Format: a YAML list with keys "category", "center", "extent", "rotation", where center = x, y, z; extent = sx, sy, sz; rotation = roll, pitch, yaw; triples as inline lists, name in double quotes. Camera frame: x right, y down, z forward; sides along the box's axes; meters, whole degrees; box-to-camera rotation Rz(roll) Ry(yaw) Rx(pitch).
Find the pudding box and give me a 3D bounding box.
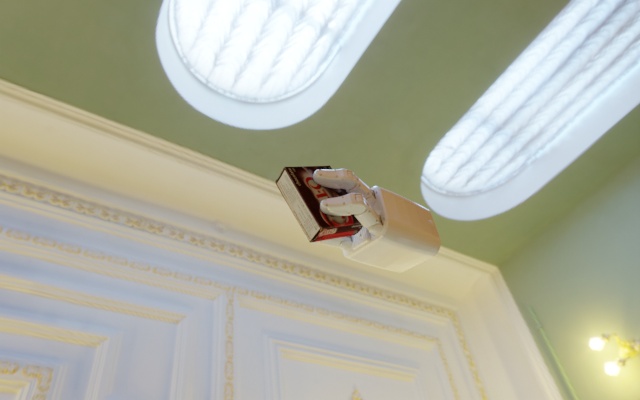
- category: "pudding box"
  center: [0.000, 0.002, 0.679]
  extent: [0.090, 0.113, 0.039]
  rotation: [-5, -39, -44]
